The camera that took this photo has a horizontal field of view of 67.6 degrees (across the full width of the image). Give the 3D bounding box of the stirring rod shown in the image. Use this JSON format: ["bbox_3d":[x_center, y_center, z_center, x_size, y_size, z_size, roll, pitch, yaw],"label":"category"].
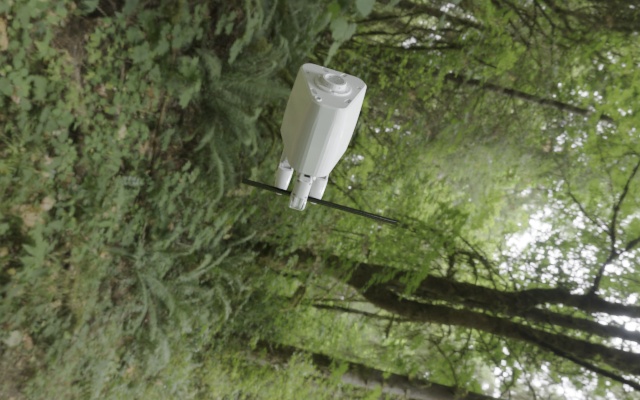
[{"bbox_3d":[0.000,0.002,0.716,0.239,0.011,0.011,15,-2,-6],"label":"stirring rod"}]
